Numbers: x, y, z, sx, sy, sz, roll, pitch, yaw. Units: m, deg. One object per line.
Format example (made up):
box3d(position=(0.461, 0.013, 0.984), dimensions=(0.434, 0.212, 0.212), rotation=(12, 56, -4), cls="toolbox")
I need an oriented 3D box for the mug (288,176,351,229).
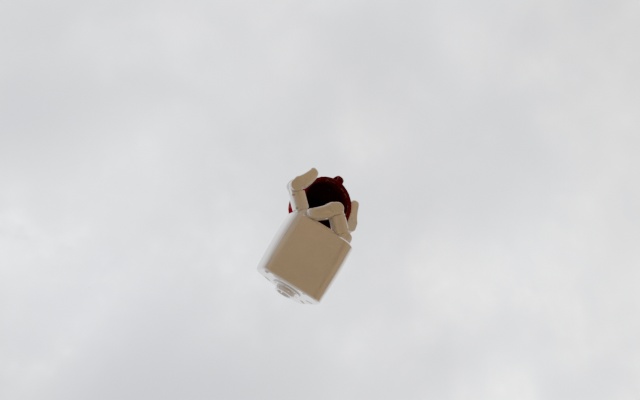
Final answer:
box3d(position=(0.001, 0.002, 0.838), dimensions=(0.093, 0.117, 0.081), rotation=(39, -25, -15), cls="mug")
